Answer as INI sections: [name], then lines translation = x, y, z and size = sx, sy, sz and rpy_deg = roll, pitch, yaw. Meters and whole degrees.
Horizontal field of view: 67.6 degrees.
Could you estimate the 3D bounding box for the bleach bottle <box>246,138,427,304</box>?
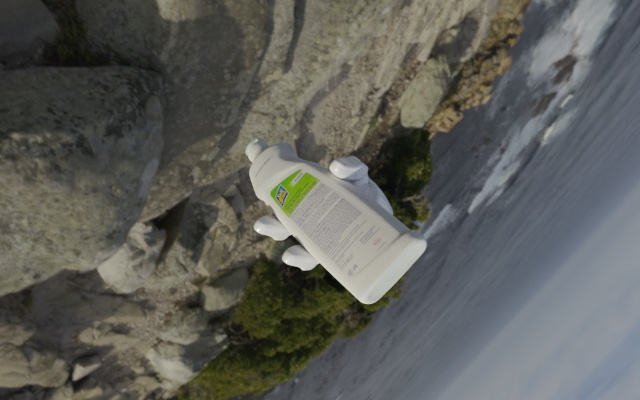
[bleach bottle]
translation = 0.000, 0.002, 0.571
size = 0.250, 0.102, 0.068
rpy_deg = 44, 3, 26
